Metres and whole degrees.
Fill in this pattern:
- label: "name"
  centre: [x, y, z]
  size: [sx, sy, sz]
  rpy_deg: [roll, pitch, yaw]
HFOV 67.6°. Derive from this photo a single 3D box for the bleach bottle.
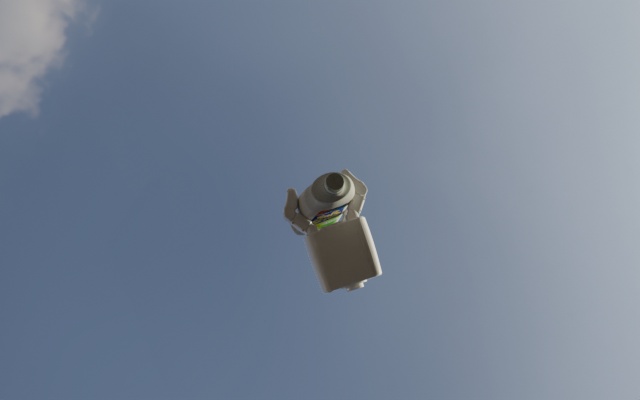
- label: "bleach bottle"
  centre: [0.000, 0.003, 0.853]
  size: [0.102, 0.068, 0.251]
  rpy_deg: [-15, -12, -10]
